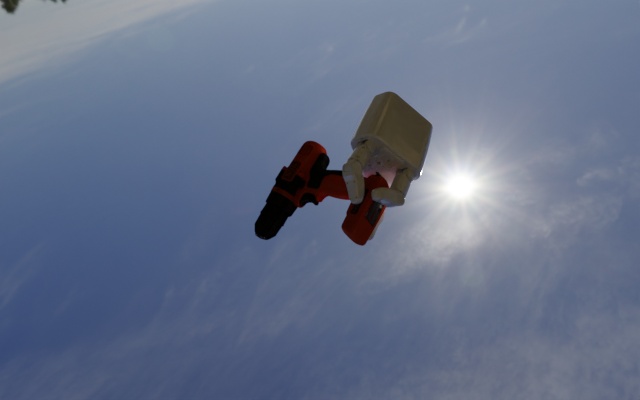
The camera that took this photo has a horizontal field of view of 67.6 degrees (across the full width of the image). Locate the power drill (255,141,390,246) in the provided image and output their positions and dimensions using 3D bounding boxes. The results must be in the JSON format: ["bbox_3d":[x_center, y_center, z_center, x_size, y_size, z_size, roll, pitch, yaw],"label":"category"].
[{"bbox_3d":[0.001,0.002,0.742,0.187,0.184,0.057,22,-14,35],"label":"power drill"}]
